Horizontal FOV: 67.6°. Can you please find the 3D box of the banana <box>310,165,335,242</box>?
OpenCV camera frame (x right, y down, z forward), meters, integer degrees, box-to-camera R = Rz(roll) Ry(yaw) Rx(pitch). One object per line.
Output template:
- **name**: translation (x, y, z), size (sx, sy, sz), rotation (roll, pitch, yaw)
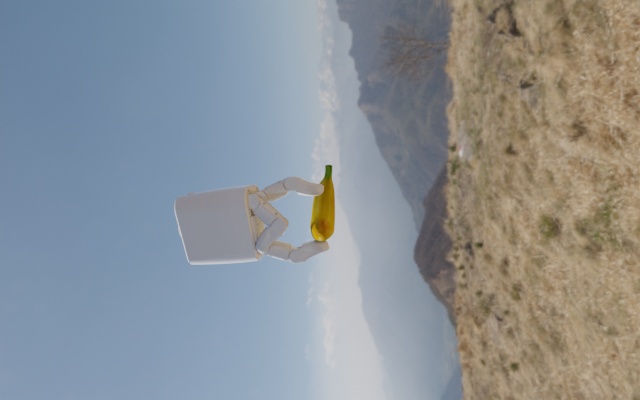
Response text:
- **banana**: translation (0.003, 0.017, 0.737), size (0.037, 0.070, 0.197), rotation (-5, 30, 5)
